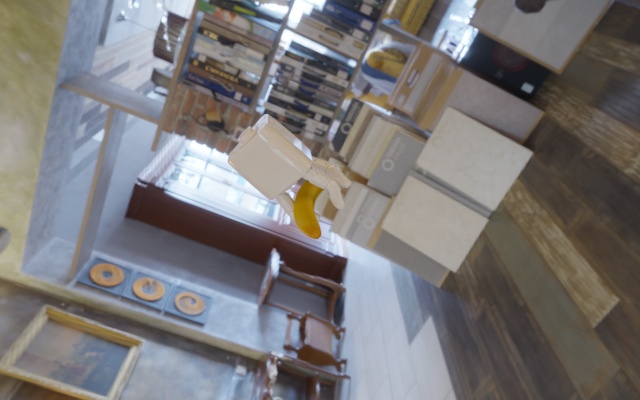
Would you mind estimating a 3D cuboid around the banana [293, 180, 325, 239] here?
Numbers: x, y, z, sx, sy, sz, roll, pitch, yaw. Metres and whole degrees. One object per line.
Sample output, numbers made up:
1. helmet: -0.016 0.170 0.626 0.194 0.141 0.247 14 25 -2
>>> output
1. banana: -0.016 0.005 0.857 0.069 0.037 0.197 -13 31 22
